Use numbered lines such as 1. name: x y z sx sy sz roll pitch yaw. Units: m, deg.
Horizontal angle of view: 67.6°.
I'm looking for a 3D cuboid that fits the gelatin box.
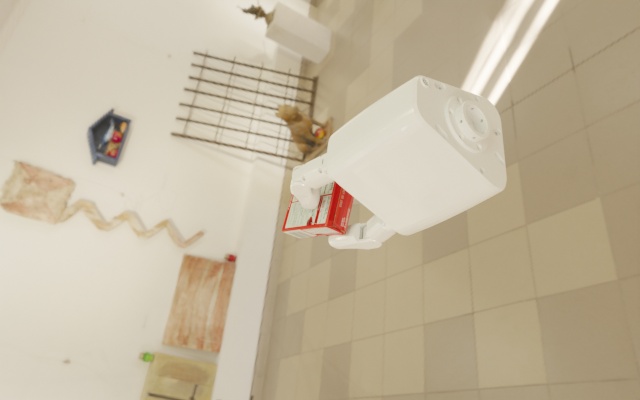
1. gelatin box: 0.000 0.002 0.523 0.030 0.073 0.089 25 -21 -31
